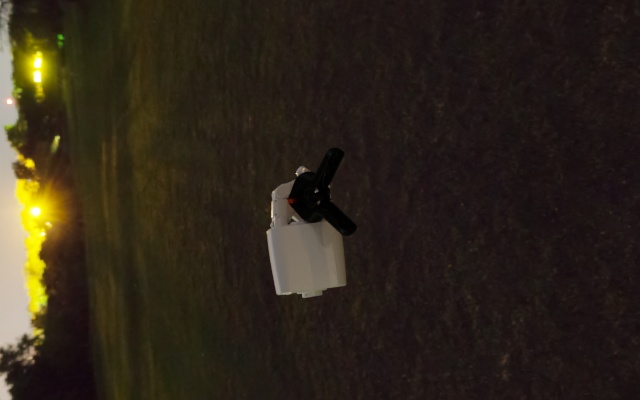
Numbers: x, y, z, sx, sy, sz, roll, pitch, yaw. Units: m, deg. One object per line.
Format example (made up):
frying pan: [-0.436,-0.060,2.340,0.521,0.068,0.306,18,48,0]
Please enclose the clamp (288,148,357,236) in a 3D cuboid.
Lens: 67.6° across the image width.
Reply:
clamp: [-0.001,0.002,0.706,0.039,0.120,0.171,-4,-11,-25]
